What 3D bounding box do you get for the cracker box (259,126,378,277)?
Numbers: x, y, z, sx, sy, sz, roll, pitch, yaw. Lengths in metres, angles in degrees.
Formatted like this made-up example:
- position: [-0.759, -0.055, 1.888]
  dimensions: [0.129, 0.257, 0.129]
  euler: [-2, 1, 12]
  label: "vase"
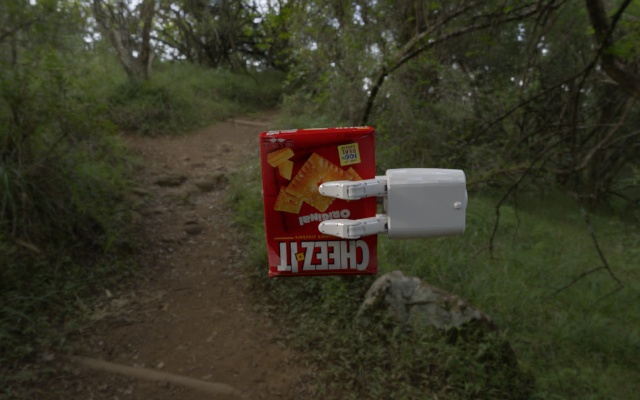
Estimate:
- position: [0.000, 0.002, 0.704]
  dimensions: [0.164, 0.214, 0.072]
  euler: [-2, 11, 3]
  label: "cracker box"
